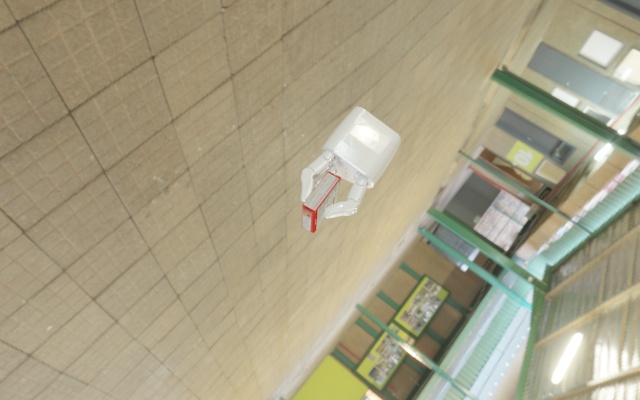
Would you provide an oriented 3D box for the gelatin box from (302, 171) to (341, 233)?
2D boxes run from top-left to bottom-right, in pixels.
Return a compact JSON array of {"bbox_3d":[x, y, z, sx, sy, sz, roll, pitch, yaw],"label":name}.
[{"bbox_3d":[0.000,0.003,0.846,0.030,0.089,0.073,28,-30,14],"label":"gelatin box"}]
